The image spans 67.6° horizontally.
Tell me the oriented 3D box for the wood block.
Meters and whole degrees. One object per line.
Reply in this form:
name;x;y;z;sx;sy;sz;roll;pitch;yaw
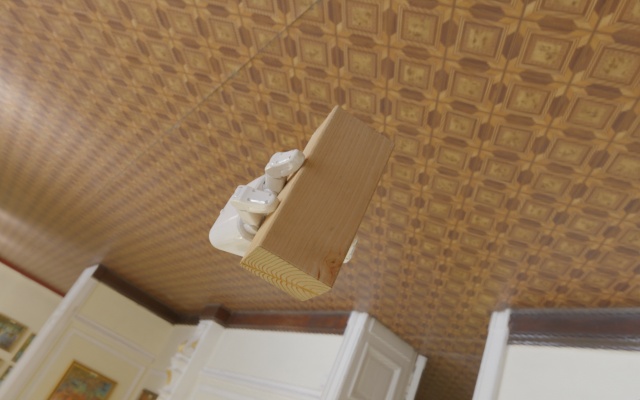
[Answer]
wood block;0.000;0.002;0.568;0.091;0.206;0.090;32;-29;-9
